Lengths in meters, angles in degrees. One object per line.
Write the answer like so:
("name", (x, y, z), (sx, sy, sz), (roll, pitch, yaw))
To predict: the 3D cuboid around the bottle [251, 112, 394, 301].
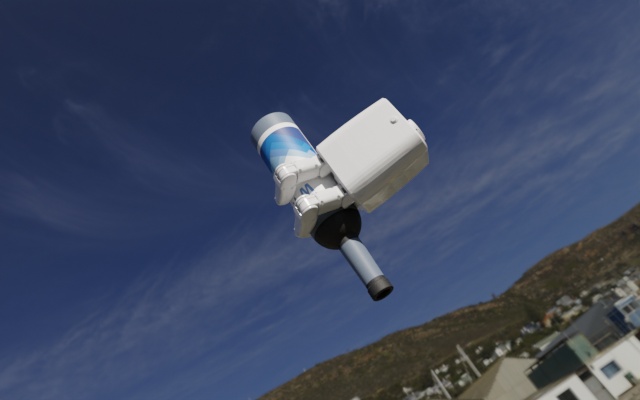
("bottle", (0.000, 0.002, 0.610), (0.069, 0.069, 0.295), (0, 44, -42))
